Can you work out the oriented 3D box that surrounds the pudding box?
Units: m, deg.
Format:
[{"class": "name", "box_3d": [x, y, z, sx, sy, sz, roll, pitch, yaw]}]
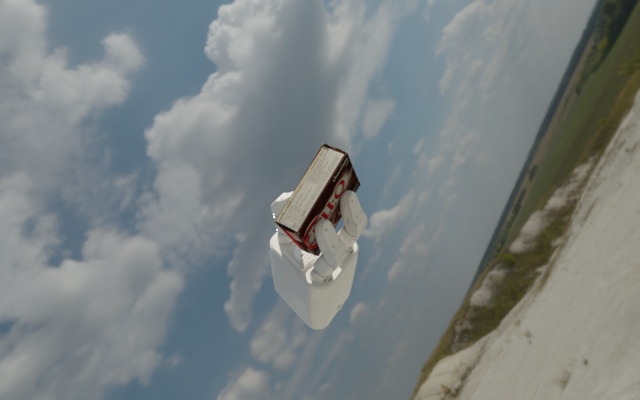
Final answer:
[{"class": "pudding box", "box_3d": [0.000, 0.002, 0.572, 0.039, 0.113, 0.090, 24, -14, 22]}]
